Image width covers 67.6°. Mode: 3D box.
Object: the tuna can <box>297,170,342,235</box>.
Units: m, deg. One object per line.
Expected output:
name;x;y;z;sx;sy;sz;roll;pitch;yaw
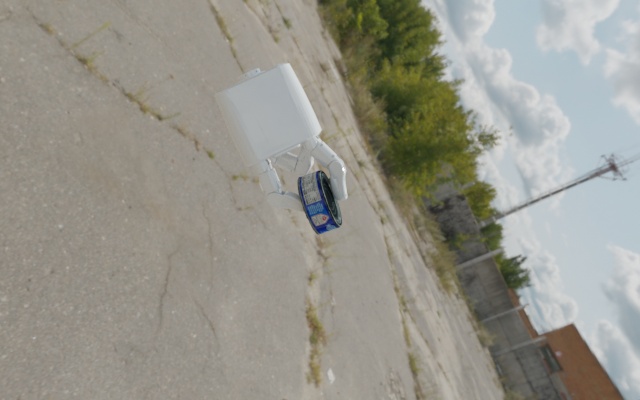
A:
tuna can;0.001;0.002;0.663;0.034;0.086;0.086;-19;-4;11
